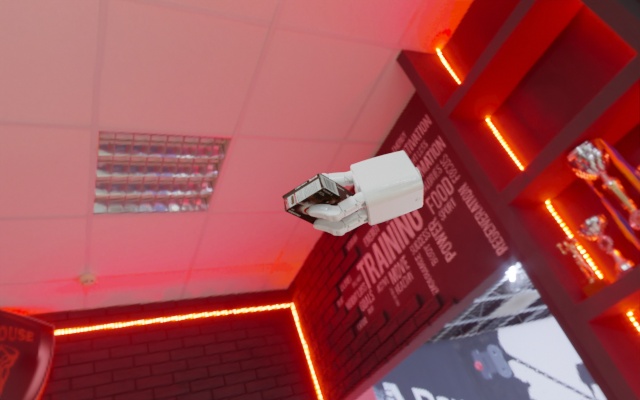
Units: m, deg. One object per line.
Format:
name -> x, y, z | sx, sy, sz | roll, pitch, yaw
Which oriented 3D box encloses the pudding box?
pudding box -> 0.000, 0.003, 0.871 | 0.090, 0.039, 0.113 | -31, -37, 24
